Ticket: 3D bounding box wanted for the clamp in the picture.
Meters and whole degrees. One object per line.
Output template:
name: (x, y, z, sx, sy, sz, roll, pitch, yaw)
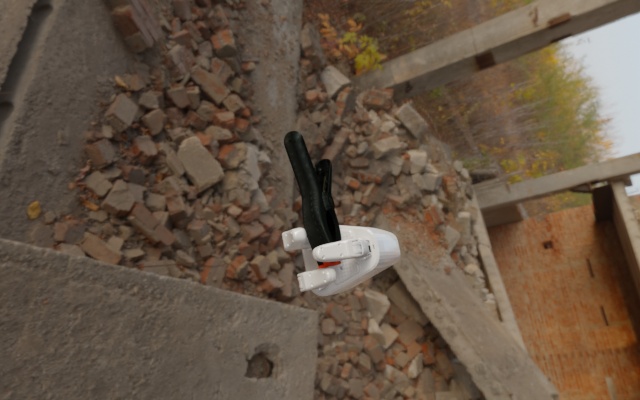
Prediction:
clamp: (0.001, 0.002, 0.619, 0.039, 0.171, 0.120, -16, -11, 24)
